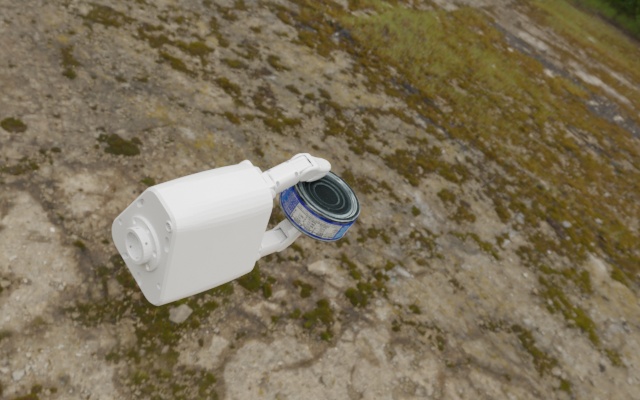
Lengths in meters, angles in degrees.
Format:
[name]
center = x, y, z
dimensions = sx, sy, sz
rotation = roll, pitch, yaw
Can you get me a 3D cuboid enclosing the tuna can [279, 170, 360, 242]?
[tuna can]
center = 0.000, 0.001, 0.520
dimensions = 0.086, 0.086, 0.034
rotation = 0, -42, -42
